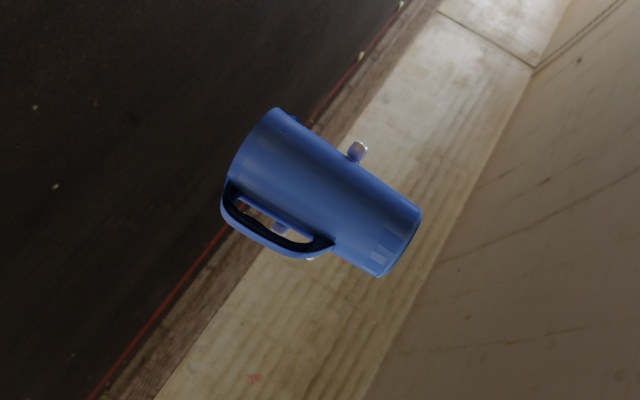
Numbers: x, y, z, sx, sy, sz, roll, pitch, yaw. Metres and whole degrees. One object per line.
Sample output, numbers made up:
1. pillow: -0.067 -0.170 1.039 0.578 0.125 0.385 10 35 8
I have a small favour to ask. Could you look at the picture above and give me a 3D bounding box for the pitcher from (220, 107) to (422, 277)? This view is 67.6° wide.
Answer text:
1. pitcher: 0.000 0.002 0.626 0.243 0.149 0.145 33 11 4
